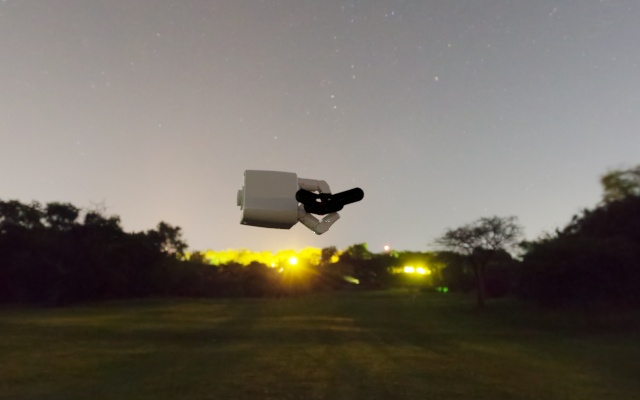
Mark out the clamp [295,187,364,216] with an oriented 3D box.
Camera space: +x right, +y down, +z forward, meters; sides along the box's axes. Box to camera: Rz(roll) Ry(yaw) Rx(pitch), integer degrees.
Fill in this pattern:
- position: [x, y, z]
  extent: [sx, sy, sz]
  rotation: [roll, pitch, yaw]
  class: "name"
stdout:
- position: [0.000, 0.002, 0.898]
  extent: [0.120, 0.039, 0.171]
  rotation: [6, -15, -14]
  class: "clamp"
